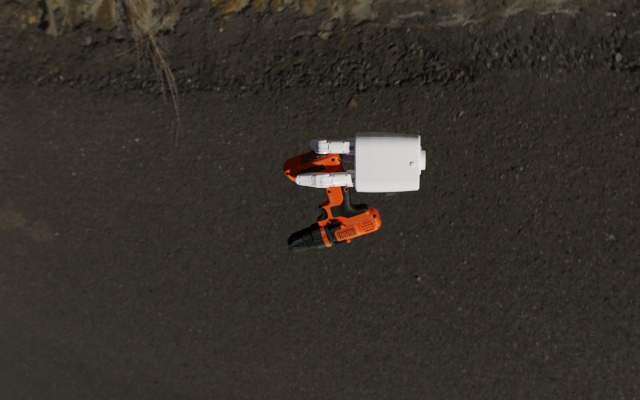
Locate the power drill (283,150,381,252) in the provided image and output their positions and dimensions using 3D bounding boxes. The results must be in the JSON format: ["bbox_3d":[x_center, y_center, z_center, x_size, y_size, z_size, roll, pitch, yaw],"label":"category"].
[{"bbox_3d":[0.000,0.002,0.877,0.184,0.188,0.057,-19,29,9],"label":"power drill"}]
